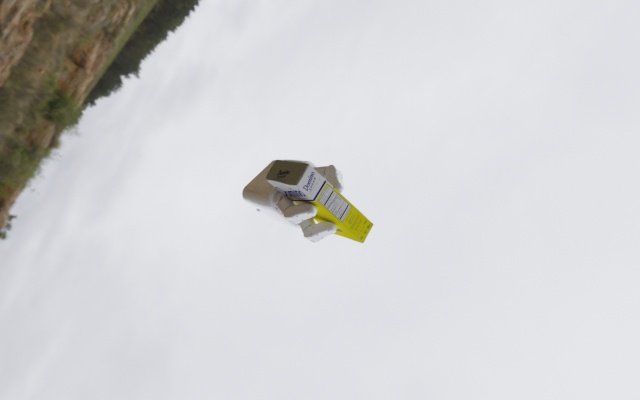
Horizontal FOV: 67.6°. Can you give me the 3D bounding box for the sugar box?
[{"bbox_3d":[0.000,0.003,0.777,0.176,0.048,0.093,38,-15,-35],"label":"sugar box"}]
